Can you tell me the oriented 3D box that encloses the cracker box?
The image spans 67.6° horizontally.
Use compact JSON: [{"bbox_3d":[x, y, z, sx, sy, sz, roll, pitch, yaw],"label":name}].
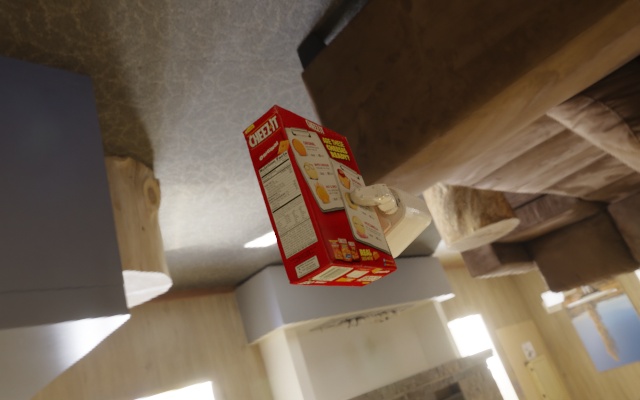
[{"bbox_3d":[0.000,0.002,0.616,0.072,0.213,0.164,-32,-25,27],"label":"cracker box"}]
